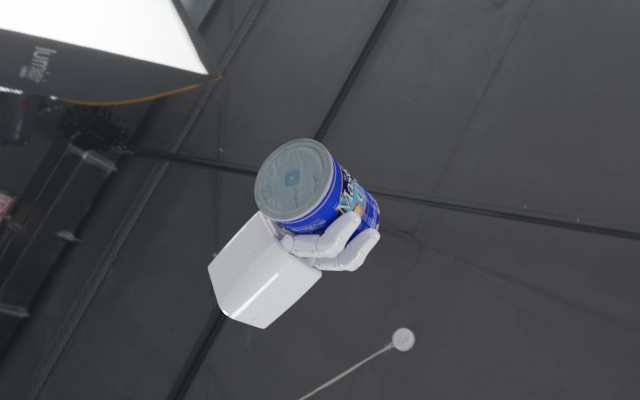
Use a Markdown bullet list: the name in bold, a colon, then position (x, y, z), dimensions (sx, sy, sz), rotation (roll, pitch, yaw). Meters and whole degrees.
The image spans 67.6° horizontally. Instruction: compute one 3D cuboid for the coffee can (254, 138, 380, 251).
- **coffee can**: position (0.000, 0.002, 0.594), dimensions (0.103, 0.102, 0.140), rotation (0, -24, 32)
